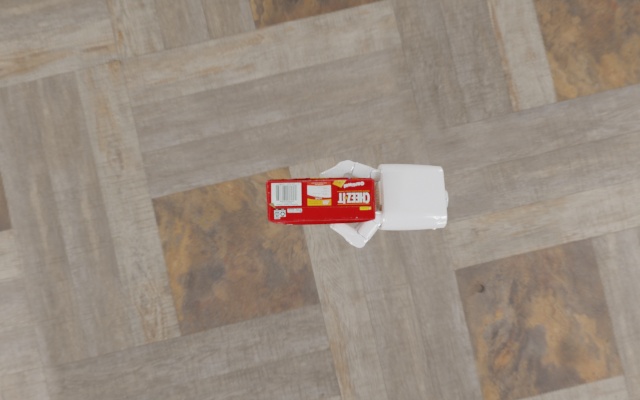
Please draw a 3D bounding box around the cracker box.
[{"bbox_3d":[0.000,0.002,0.810,0.164,0.072,0.214,-1,-1,-1],"label":"cracker box"}]
